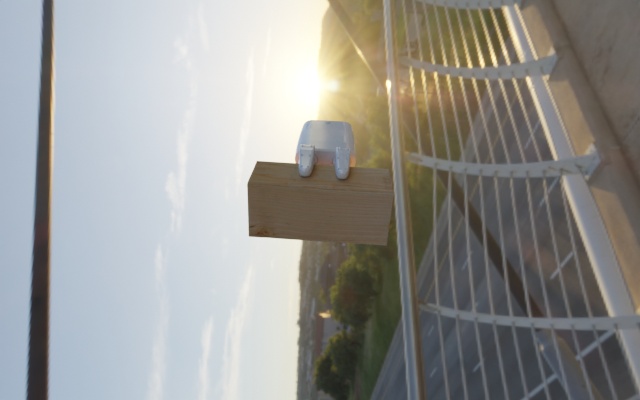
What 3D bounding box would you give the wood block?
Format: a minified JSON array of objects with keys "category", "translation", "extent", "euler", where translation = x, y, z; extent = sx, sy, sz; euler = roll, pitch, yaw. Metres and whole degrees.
[{"category":"wood block","translation":[0.000,0.002,0.724],"extent":[0.206,0.091,0.090],"euler":[3,28,1]}]
